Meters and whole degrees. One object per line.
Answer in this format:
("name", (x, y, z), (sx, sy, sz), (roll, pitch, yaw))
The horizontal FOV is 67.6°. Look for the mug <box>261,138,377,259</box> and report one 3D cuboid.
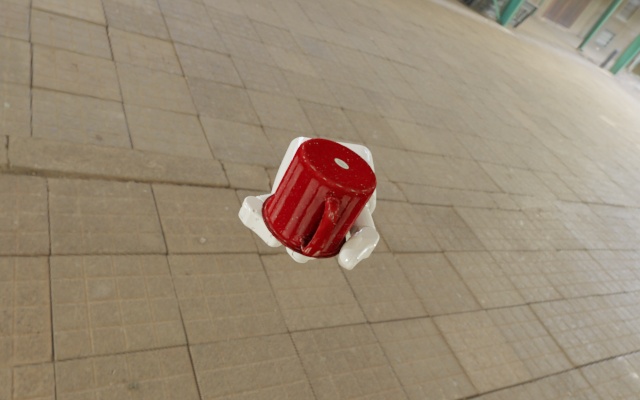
("mug", (0.000, 0.002, 0.447), (0.093, 0.081, 0.117), (23, 34, -11))
